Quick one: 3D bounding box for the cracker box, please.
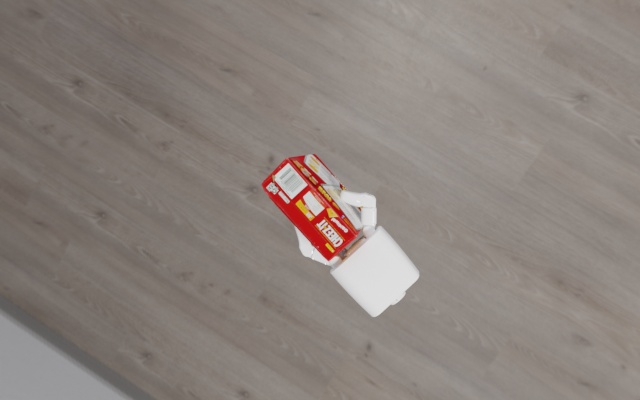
[{"bbox_3d":[0.000,0.003,0.831,0.072,0.164,0.213,-42,-2,13],"label":"cracker box"}]
